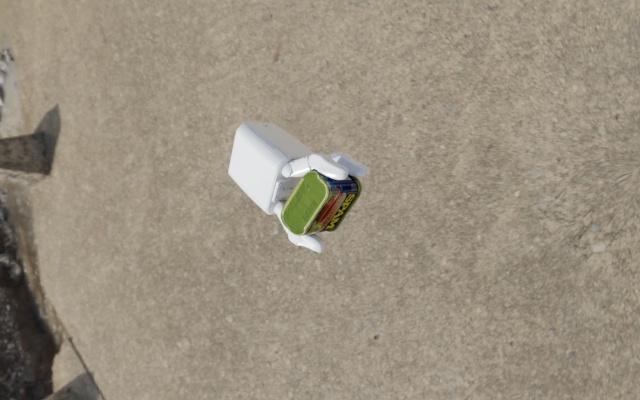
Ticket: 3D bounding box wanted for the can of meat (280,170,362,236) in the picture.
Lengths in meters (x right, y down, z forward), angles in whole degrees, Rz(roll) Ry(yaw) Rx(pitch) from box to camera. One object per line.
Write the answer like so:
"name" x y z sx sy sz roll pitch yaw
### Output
"can of meat" 0.000 0.002 0.696 0.057 0.102 0.084 45 27 24
